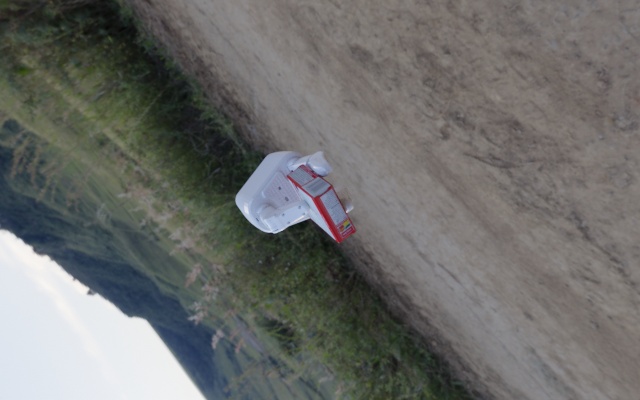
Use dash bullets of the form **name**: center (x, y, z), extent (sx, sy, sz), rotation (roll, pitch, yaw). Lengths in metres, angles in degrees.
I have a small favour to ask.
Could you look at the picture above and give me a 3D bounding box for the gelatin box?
- **gelatin box**: center (0.000, 0.002, 0.585), extent (0.030, 0.073, 0.089), rotation (-35, 31, -10)
